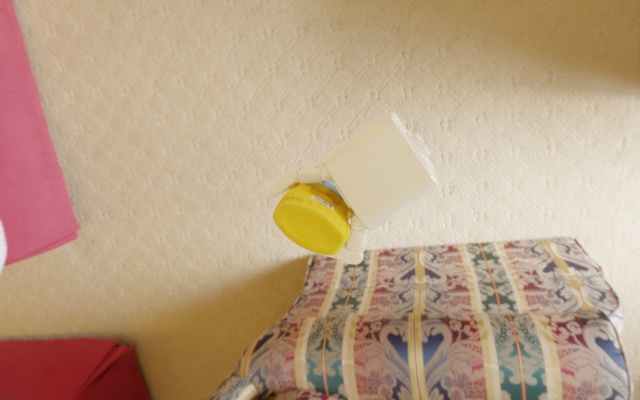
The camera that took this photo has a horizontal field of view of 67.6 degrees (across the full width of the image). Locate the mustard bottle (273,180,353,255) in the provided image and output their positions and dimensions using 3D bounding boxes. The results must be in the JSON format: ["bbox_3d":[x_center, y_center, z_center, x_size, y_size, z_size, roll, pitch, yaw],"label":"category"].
[{"bbox_3d":[0.000,0.003,0.665,0.096,0.058,0.191,29,22,-2],"label":"mustard bottle"}]
